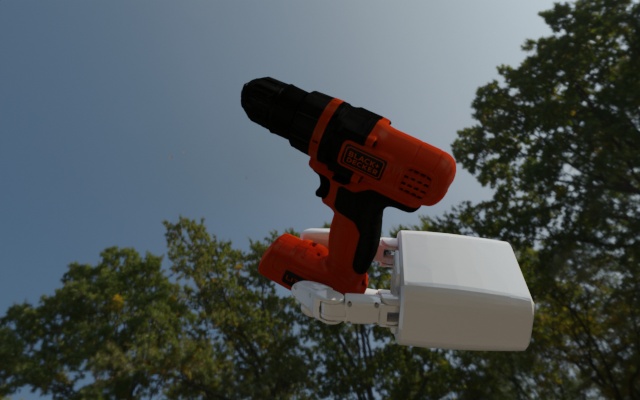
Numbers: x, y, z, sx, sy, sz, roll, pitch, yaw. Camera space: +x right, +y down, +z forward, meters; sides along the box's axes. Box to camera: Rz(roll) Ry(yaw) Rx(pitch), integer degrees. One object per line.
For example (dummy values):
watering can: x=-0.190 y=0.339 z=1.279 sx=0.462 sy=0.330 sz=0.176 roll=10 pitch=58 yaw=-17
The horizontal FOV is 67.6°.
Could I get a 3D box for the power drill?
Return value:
power drill: x=0.000 y=0.002 z=0.421 sx=0.184 sy=0.188 sz=0.057 roll=27 pitch=38 yaw=11
